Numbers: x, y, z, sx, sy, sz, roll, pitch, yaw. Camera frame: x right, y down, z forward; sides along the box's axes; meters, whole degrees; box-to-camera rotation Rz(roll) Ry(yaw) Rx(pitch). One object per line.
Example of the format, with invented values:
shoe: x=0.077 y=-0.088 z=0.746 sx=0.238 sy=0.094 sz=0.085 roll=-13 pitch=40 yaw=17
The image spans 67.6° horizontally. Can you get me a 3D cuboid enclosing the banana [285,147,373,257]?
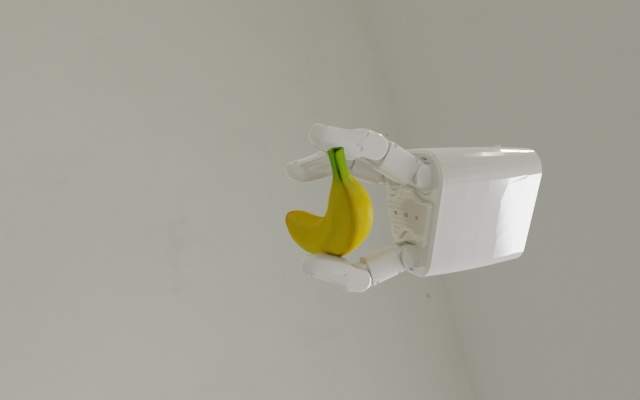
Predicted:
banana: x=0.006 y=0.018 z=0.421 sx=0.037 sy=0.069 sz=0.198 roll=-12 pitch=-13 yaw=-19
